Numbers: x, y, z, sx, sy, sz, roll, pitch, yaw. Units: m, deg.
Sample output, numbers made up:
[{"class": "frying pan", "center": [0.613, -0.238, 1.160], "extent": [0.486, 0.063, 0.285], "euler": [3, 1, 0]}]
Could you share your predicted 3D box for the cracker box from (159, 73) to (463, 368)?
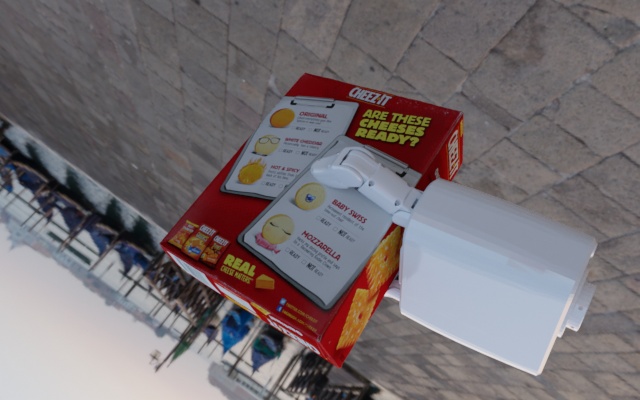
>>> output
[{"class": "cracker box", "center": [0.000, 0.001, 0.404], "extent": [0.164, 0.213, 0.072], "euler": [23, -26, 29]}]
